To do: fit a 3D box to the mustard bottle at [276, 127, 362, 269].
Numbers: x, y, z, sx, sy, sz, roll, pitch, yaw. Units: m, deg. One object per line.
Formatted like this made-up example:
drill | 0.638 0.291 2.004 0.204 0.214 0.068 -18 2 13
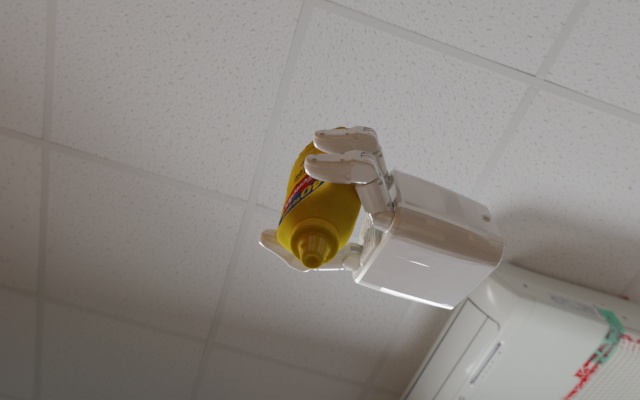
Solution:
mustard bottle | 0.000 0.001 0.457 0.096 0.058 0.191 -42 19 23
